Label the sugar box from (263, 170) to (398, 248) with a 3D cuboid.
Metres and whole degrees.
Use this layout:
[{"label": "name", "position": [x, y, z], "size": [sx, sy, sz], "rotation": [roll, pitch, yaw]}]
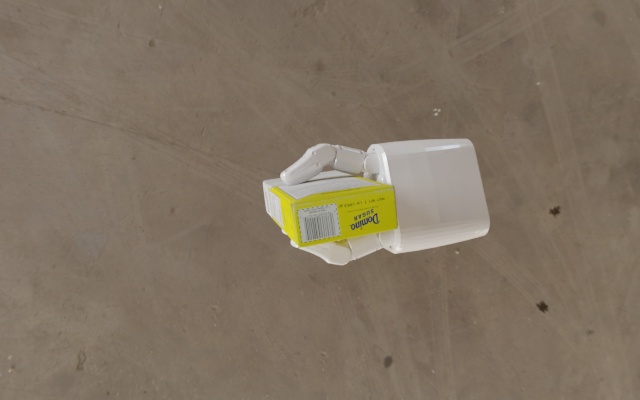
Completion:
[{"label": "sugar box", "position": [0.000, 0.002, 0.483], "size": [0.093, 0.048, 0.176], "rotation": [-9, 8, -13]}]
